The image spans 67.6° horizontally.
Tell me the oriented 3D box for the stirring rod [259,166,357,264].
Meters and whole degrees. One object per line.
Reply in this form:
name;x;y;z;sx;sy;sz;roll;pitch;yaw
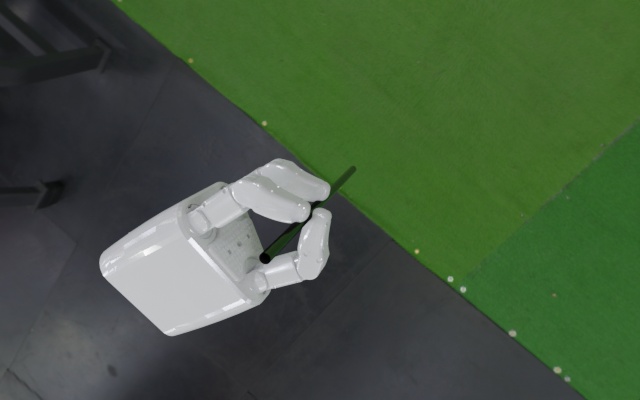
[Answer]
stirring rod;0.000;0.001;0.411;0.011;0.011;0.239;0;17;18
